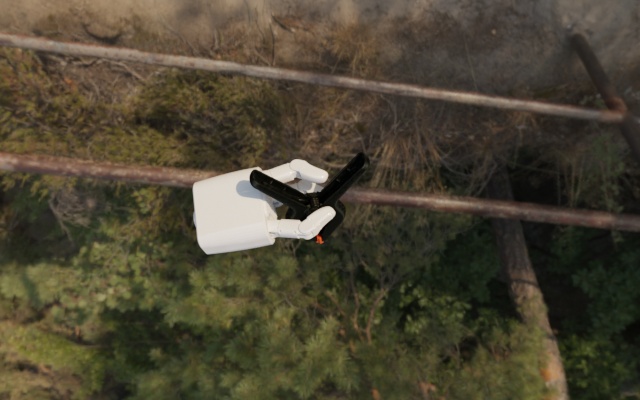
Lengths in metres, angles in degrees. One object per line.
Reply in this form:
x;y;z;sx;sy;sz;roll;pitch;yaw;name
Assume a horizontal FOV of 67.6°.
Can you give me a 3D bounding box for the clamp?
0.000;0.003;0.719;0.164;0.036;0.210;-12;-33;4;clamp
